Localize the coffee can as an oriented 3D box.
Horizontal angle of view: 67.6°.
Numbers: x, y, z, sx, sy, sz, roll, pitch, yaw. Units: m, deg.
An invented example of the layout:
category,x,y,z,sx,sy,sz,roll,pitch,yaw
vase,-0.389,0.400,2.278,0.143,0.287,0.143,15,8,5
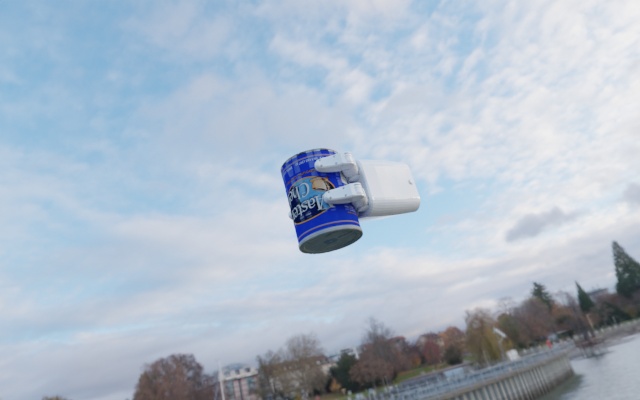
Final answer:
category,x,y,z,sx,sy,sz,roll,pitch,yaw
coffee can,0.000,0.003,0.766,0.103,0.140,0.103,-13,-22,-5
